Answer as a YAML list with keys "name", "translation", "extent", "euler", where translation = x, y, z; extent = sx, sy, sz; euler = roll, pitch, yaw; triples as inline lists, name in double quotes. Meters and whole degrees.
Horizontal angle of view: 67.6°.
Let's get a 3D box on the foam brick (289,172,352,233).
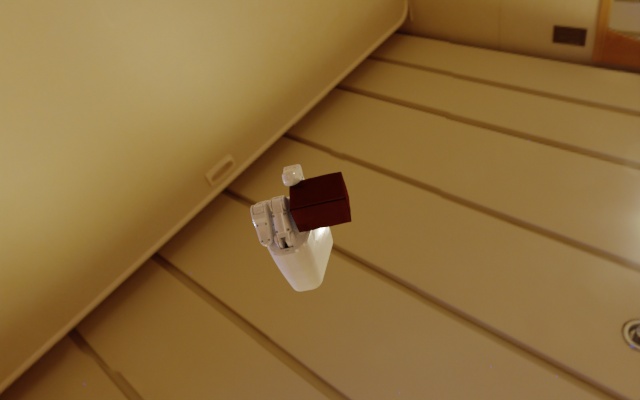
- name: "foam brick"
  translation: [0.000, 0.002, 0.660]
  extent: [0.078, 0.053, 0.051]
  euler: [-12, -44, 9]
